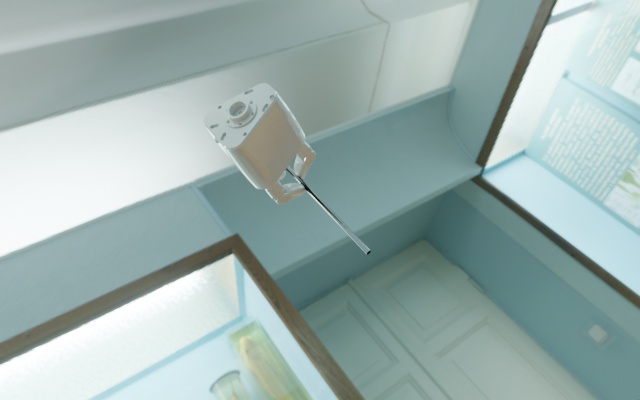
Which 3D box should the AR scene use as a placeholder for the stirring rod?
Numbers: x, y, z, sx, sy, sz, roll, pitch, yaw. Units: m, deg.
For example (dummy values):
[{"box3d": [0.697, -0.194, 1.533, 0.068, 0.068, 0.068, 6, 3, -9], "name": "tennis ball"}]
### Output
[{"box3d": [0.000, 0.002, 0.756, 0.011, 0.011, 0.239, 0, 37, -47], "name": "stirring rod"}]
